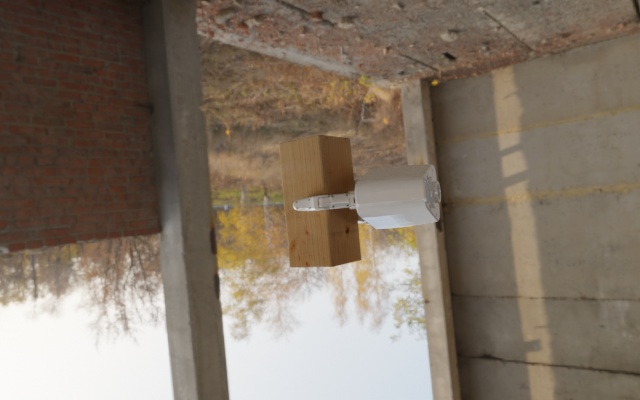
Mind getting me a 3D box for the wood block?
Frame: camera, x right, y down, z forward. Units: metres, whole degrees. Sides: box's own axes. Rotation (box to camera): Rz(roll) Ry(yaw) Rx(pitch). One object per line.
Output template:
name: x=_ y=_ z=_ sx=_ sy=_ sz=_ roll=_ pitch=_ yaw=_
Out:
wood block: x=0.000 y=0.003 z=0.795 sx=0.090 sy=0.206 sz=0.091 roll=-7 pitch=-2 yaw=37
